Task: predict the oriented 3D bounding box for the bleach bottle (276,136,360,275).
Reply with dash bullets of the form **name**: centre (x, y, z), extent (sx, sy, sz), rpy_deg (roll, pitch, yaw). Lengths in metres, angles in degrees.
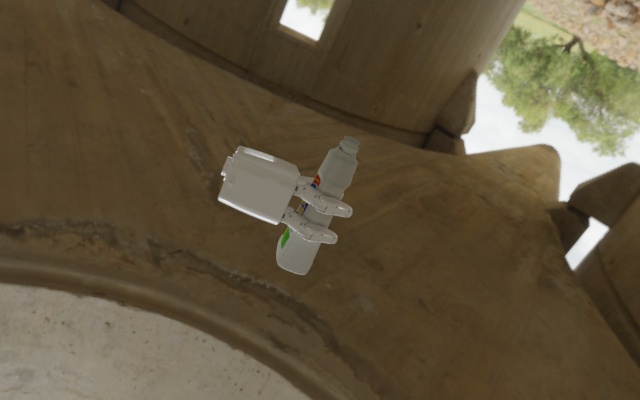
- **bleach bottle**: centre (0.000, 0.003, 0.813), extent (0.068, 0.251, 0.102), rpy_deg (22, 26, -9)
